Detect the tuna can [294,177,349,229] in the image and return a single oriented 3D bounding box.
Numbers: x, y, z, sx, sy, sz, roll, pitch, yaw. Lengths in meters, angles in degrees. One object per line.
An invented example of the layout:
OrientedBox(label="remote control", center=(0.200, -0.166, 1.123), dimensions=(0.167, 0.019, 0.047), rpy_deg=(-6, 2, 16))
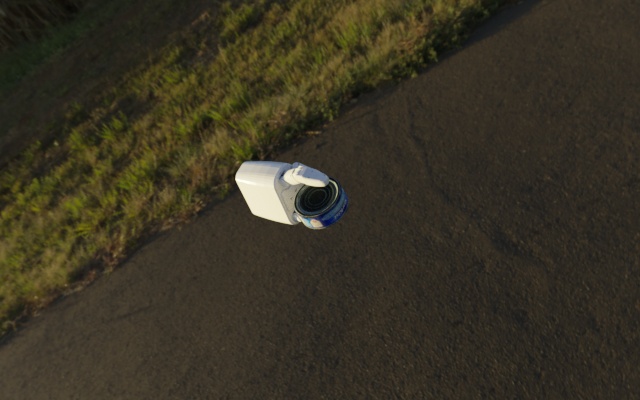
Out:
OrientedBox(label="tuna can", center=(0.000, 0.002, 0.776), dimensions=(0.086, 0.086, 0.034), rpy_deg=(0, -37, 30))
